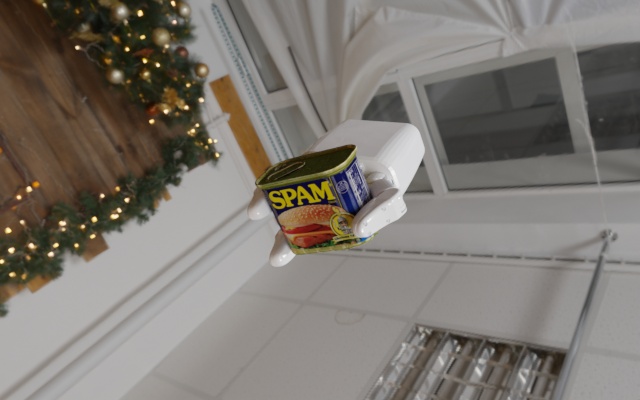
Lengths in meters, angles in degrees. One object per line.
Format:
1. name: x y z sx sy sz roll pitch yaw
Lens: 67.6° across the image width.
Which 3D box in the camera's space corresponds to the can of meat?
1. can of meat: 0.000 0.002 0.463 0.102 0.084 0.057 -10 25 31
